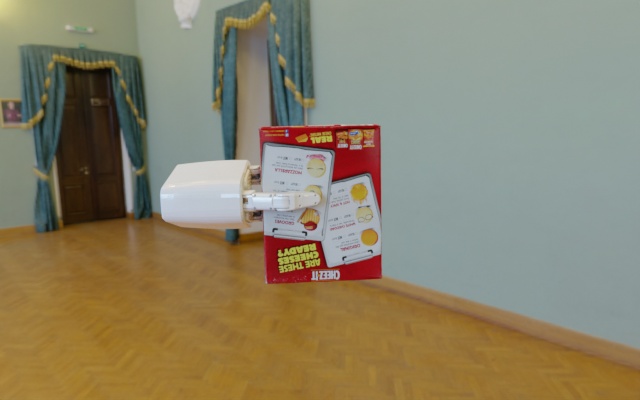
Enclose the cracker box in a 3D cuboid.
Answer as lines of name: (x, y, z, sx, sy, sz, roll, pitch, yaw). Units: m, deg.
cracker box: (0.000, 0.002, 0.672, 0.164, 0.214, 0.072, -2, 9, -3)
